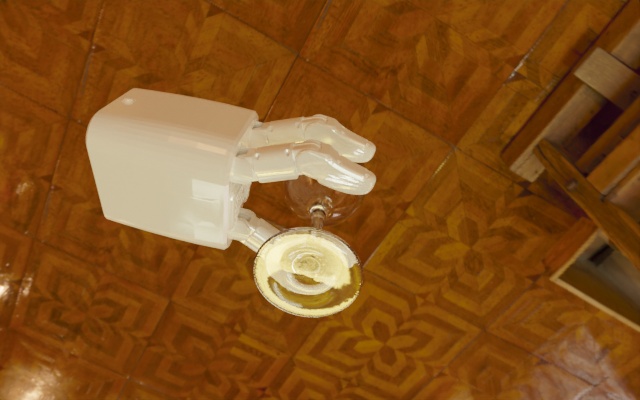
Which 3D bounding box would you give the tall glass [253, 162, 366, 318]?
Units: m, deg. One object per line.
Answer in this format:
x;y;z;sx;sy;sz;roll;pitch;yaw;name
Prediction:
0.000;0.002;0.402;0.079;0.079;0.201;0;29;6;tall glass
